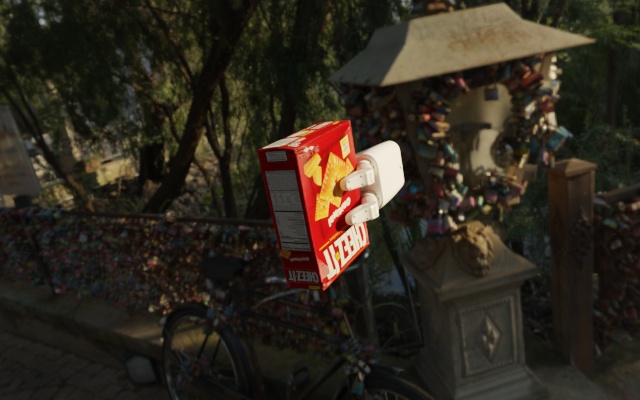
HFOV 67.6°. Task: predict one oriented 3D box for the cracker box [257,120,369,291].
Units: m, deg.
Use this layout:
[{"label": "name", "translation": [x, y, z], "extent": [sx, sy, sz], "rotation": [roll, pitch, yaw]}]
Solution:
[{"label": "cracker box", "translation": [0.000, 0.002, 0.719], "extent": [0.072, 0.214, 0.164], "rotation": [0, 20, 32]}]
